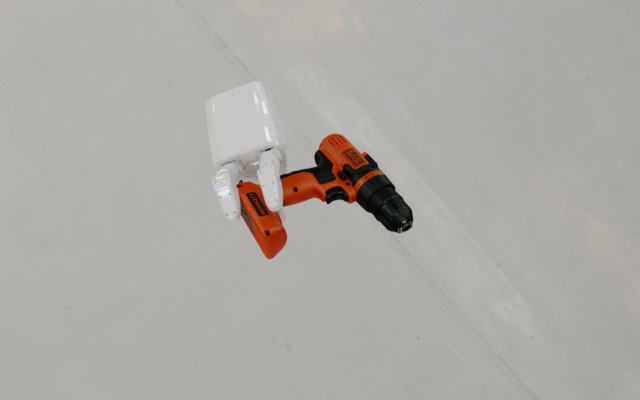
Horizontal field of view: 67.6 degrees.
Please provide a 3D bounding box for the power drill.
[{"bbox_3d":[0.000,0.002,0.608,0.187,0.057,0.184,-23,49,-20],"label":"power drill"}]
